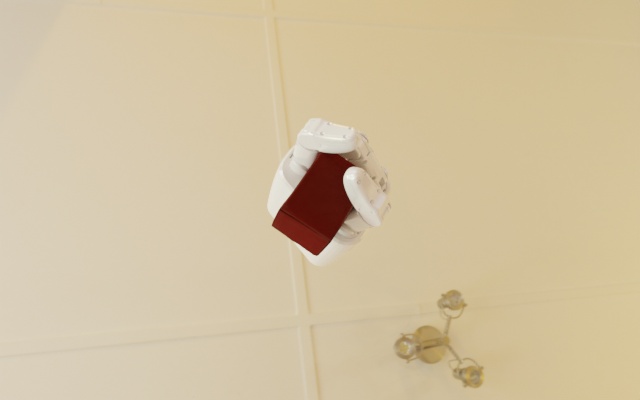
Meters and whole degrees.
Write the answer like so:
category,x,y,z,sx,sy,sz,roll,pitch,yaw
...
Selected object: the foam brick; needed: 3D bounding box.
category,x,y,z,sx,sy,sz,roll,pitch,yaw
foam brick,0.000,0.002,0.433,0.053,0.078,0.051,35,-27,-1
